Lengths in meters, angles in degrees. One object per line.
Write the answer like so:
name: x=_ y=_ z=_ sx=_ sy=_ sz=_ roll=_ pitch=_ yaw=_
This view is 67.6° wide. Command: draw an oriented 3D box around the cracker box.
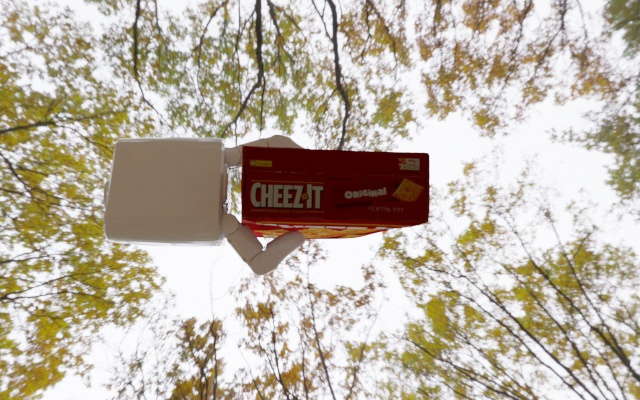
cracker box: x=0.000 y=0.001 z=0.504 sx=0.164 sy=0.072 sz=0.214 roll=1 pitch=-7 yaw=-8
